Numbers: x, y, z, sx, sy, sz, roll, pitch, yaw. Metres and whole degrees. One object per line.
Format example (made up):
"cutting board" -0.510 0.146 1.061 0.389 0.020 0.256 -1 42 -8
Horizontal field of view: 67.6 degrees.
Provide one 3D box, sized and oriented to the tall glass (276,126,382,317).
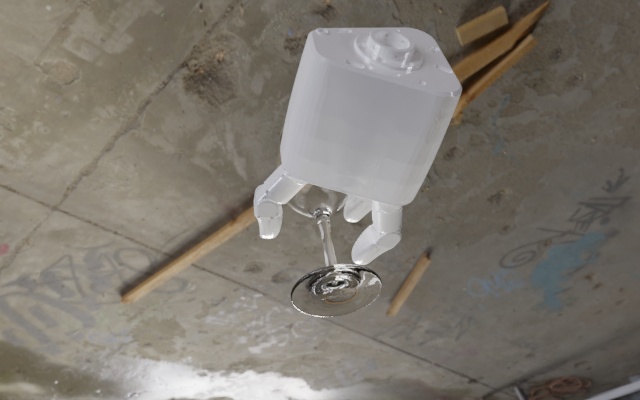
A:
"tall glass" 0.000 0.002 0.448 0.079 0.200 0.079 -6 -43 -5
